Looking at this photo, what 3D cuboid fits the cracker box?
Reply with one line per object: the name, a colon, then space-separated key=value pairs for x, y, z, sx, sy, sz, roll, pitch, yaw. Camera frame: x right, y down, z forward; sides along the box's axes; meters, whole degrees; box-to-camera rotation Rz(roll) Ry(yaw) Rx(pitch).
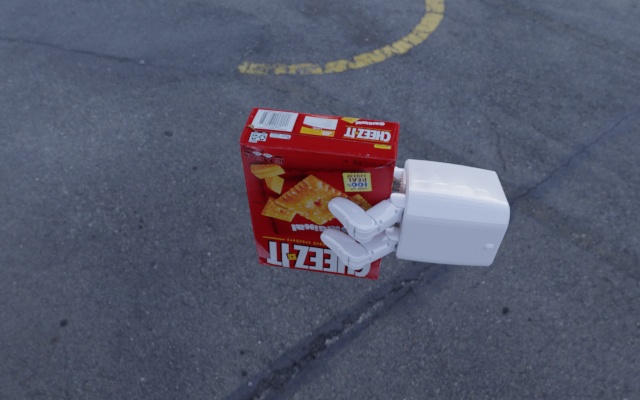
cracker box: x=0.000 y=0.002 z=0.569 sx=0.164 sy=0.072 sz=0.214 roll=7 pitch=-43 yaw=7
